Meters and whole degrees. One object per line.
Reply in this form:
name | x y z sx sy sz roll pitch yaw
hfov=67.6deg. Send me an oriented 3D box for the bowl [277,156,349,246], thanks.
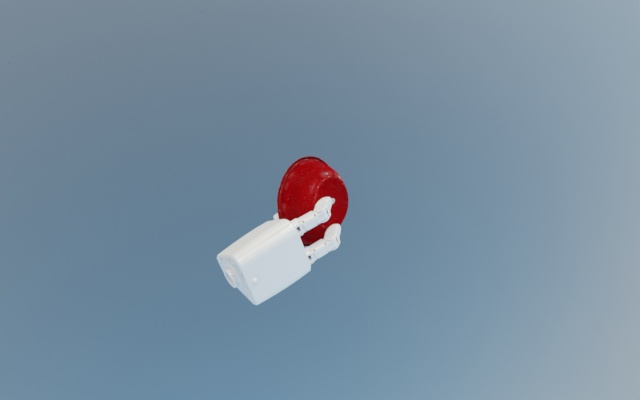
bowl | 0.001 0.002 0.840 0.055 0.162 0.162 4 2 42
